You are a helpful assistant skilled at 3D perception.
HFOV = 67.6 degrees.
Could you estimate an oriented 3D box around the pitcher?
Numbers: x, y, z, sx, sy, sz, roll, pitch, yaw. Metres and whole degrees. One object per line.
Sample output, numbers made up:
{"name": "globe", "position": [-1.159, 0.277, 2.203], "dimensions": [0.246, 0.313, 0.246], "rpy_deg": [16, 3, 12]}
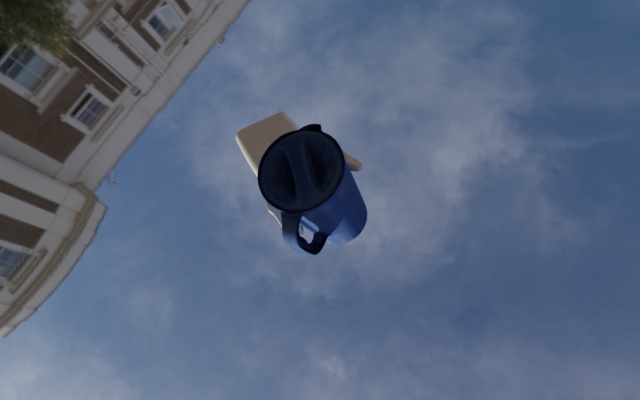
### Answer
{"name": "pitcher", "position": [0.000, 0.002, 0.786], "dimensions": [0.149, 0.145, 0.243], "rpy_deg": [-38, -26, 2]}
